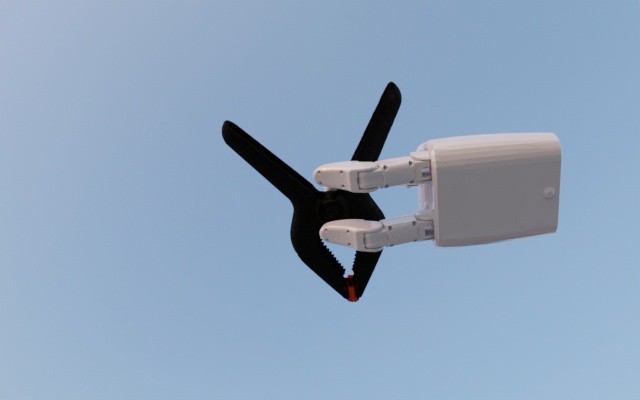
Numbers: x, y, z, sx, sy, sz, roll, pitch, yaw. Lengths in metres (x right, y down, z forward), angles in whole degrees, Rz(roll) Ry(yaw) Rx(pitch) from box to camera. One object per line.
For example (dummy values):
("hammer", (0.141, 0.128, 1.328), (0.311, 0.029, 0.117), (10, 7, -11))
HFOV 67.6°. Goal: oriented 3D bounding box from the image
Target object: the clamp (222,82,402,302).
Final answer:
("clamp", (0.000, 0.002, 0.458), (0.164, 0.210, 0.036), (-5, 20, 6))
